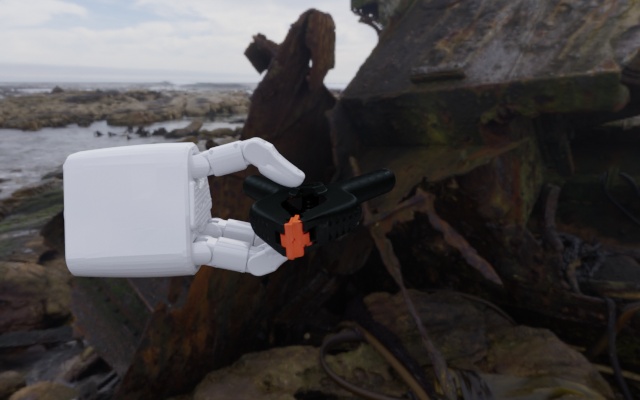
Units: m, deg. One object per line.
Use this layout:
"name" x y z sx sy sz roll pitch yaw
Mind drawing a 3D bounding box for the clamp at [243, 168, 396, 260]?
"clamp" 0.000 0.001 0.435 0.164 0.036 0.210 -5 14 -1
